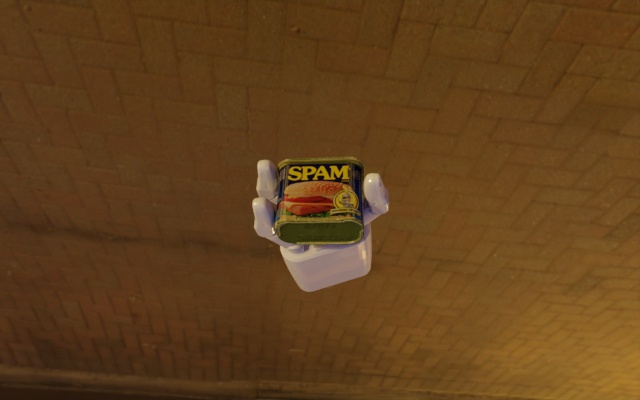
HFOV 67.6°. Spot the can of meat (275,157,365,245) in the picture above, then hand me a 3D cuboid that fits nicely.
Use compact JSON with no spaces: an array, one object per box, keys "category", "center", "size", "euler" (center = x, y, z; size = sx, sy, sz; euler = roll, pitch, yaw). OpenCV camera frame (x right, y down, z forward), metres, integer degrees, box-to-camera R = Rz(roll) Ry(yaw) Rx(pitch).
[{"category":"can of meat","center":[0.000,0.002,0.539],"size":[0.102,0.084,0.057],"euler":[-1,-33,5]}]
